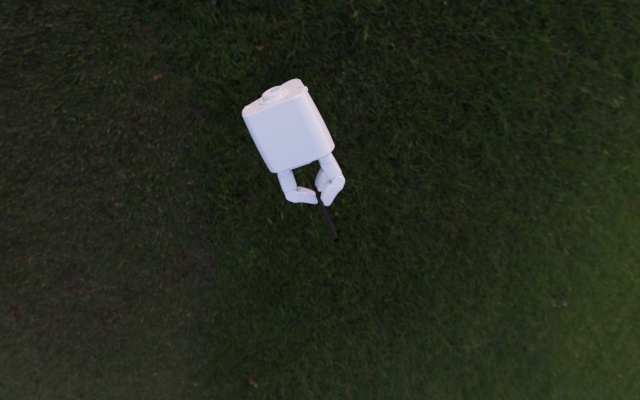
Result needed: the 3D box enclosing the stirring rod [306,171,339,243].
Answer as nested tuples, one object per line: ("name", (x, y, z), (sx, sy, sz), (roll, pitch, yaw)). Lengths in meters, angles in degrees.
("stirring rod", (0.000, 0.002, 0.785), (0.011, 0.011, 0.239), (0, 27, -12))
